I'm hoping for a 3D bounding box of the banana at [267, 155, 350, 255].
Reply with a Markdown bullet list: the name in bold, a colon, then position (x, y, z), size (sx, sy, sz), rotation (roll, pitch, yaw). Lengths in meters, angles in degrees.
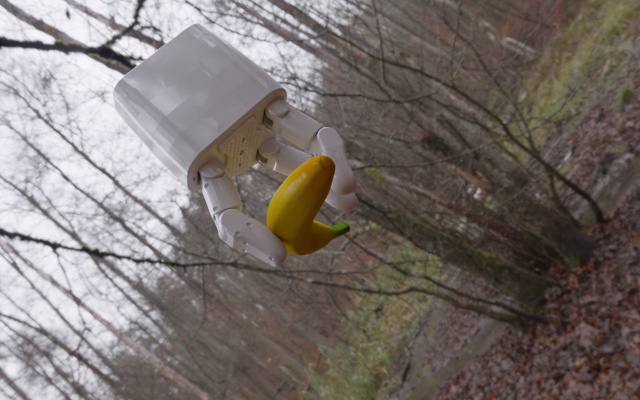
- **banana**: position (-0.014, 0.014, 0.402), size (0.069, 0.037, 0.198), rotation (-39, -15, -5)
